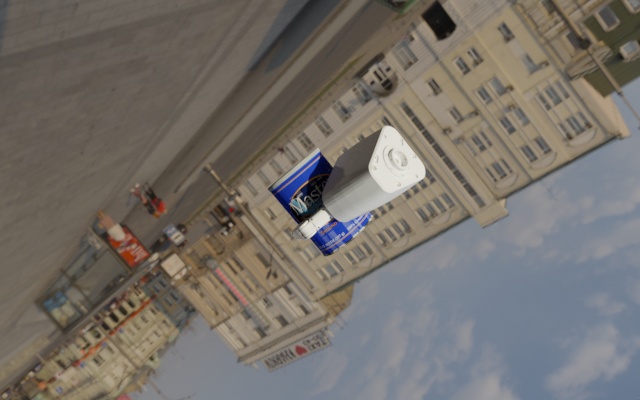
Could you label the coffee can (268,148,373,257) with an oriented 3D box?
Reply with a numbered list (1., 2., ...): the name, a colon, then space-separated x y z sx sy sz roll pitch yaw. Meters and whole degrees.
1. coffee can: 0.000 0.002 0.755 0.103 0.140 0.103 -39 6 5
